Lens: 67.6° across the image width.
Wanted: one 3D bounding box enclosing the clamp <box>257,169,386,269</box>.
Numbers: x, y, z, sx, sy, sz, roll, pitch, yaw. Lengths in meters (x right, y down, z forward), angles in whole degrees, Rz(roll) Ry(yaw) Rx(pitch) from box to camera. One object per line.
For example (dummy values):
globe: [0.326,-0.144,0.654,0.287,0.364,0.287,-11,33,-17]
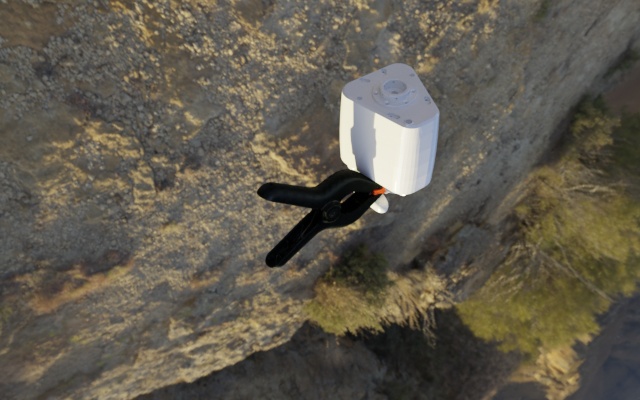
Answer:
clamp: [0.001,0.002,0.563,0.171,0.120,0.039,-30,52,-19]
